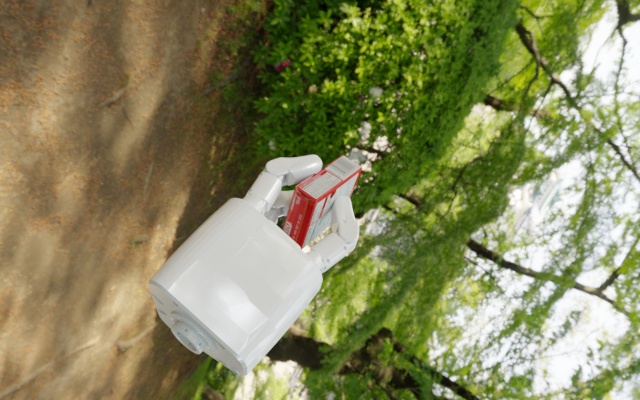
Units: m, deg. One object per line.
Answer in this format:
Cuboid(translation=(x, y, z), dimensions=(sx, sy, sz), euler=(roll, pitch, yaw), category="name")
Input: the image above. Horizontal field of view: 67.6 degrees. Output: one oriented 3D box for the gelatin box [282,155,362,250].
Cuboid(translation=(0.001, 0.002, 0.502), dimensions=(0.030, 0.073, 0.089), euler=(35, 43, 17), category="gelatin box")
